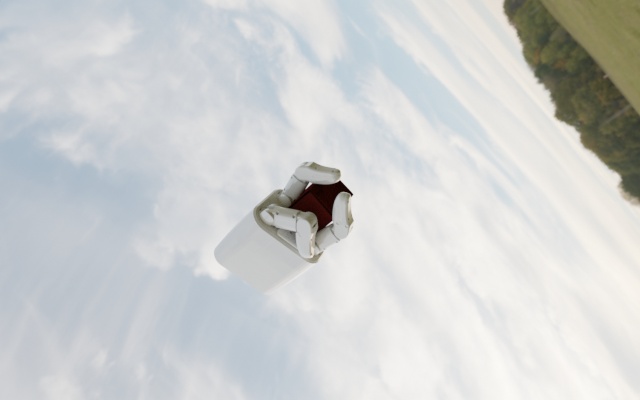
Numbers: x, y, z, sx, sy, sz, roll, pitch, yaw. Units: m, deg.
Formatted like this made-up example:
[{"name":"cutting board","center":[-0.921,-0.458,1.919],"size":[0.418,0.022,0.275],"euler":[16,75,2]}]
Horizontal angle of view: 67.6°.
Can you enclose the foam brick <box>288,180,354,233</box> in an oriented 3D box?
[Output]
[{"name":"foam brick","center":[0.000,0.002,0.650],"size":[0.051,0.053,0.078],"euler":[-41,4,32]}]
